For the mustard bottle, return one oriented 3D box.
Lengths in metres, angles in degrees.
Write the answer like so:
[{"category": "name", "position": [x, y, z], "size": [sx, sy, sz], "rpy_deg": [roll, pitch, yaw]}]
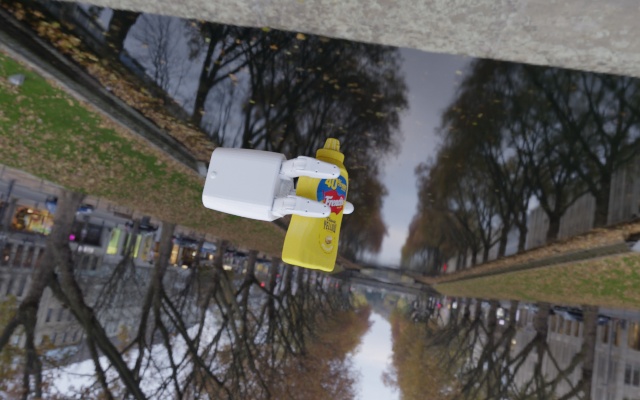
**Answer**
[{"category": "mustard bottle", "position": [0.000, 0.003, 0.696], "size": [0.058, 0.191, 0.096], "rpy_deg": [4, -11, 35]}]
